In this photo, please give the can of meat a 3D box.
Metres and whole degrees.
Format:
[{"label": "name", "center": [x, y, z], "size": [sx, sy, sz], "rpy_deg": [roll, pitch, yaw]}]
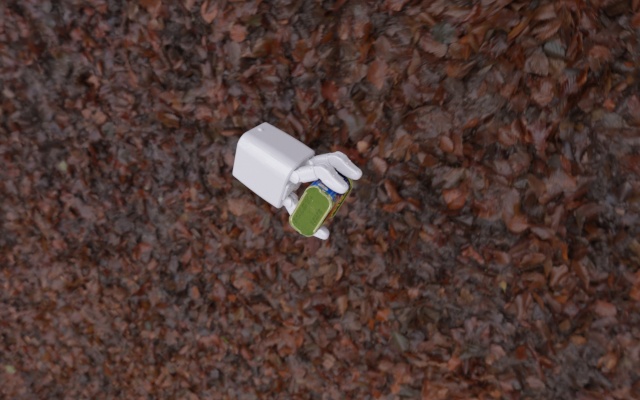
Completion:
[{"label": "can of meat", "center": [0.000, 0.003, 0.804], "size": [0.057, 0.102, 0.084], "rpy_deg": [36, 35, 7]}]
